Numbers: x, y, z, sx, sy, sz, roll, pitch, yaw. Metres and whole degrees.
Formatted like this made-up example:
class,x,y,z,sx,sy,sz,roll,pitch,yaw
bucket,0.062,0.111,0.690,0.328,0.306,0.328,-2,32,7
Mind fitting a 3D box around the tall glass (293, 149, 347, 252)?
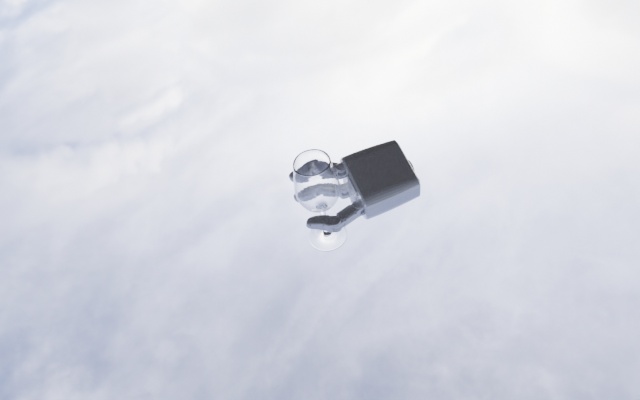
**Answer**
class,x,y,z,sx,sy,sz,roll,pitch,yaw
tall glass,0.000,0.003,0.837,0.079,0.079,0.201,0,-40,11
